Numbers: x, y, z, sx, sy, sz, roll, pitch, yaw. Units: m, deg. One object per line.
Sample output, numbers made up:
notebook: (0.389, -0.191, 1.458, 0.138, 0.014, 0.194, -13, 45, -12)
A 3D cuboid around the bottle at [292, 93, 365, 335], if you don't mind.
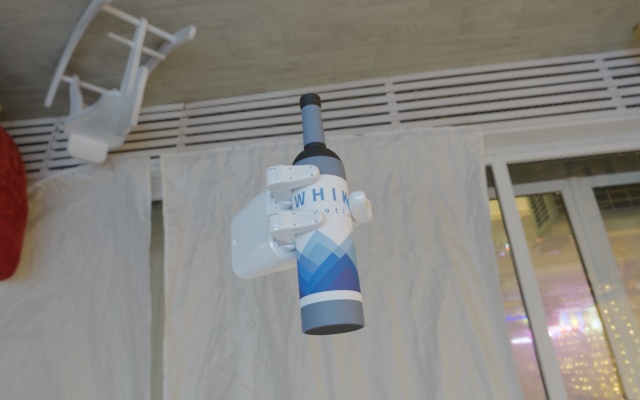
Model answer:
bottle: (0.000, 0.002, 0.559, 0.069, 0.295, 0.069, -5, -24, -2)
